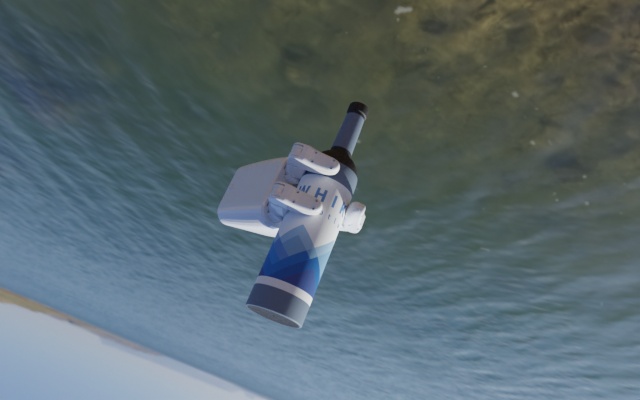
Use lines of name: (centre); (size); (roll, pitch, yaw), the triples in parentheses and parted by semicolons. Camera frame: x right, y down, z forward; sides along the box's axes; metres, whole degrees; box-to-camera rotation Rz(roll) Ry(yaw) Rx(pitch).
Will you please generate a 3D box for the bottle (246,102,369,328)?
bottle: (0.000, 0.002, 0.579); (0.069, 0.295, 0.069); (19, -23, 8)
